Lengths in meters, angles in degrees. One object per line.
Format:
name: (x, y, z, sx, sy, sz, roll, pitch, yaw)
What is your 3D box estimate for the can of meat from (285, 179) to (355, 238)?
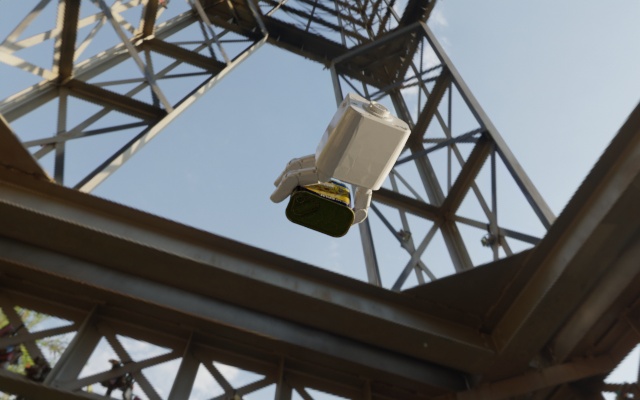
can of meat: (0.000, 0.002, 0.750, 0.102, 0.057, 0.084, 20, 28, -9)
